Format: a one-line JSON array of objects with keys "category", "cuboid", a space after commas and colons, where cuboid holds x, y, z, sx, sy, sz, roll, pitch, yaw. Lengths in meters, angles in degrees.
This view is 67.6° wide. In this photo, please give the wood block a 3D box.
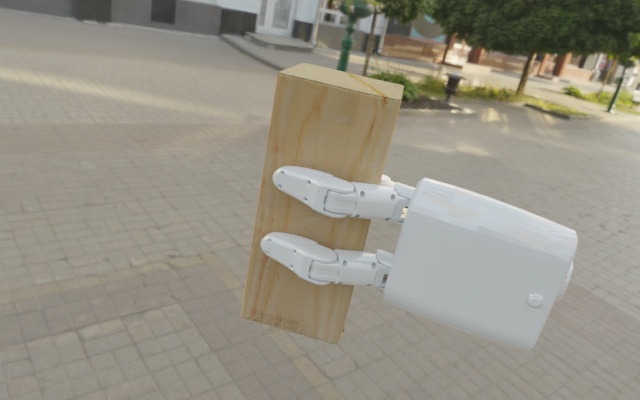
[{"category": "wood block", "cuboid": [0.001, 0.001, 0.401, 0.090, 0.206, 0.090, 14, 22, 6]}]
